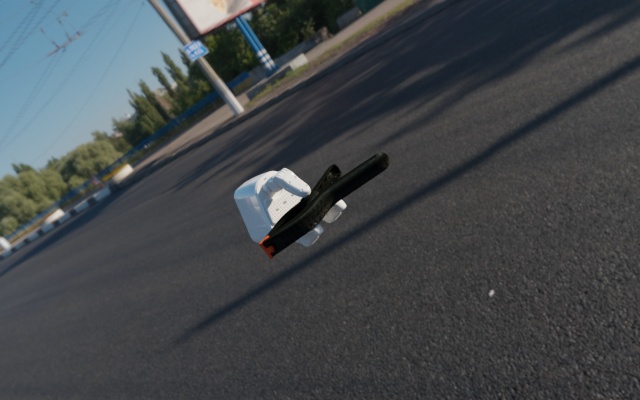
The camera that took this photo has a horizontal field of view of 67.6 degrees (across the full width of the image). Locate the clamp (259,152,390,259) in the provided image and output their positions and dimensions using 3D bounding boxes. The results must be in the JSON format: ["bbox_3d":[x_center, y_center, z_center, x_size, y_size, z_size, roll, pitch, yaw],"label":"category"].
[{"bbox_3d":[-0.001,0.002,0.686,0.210,0.036,0.164,-45,14,-27],"label":"clamp"}]
